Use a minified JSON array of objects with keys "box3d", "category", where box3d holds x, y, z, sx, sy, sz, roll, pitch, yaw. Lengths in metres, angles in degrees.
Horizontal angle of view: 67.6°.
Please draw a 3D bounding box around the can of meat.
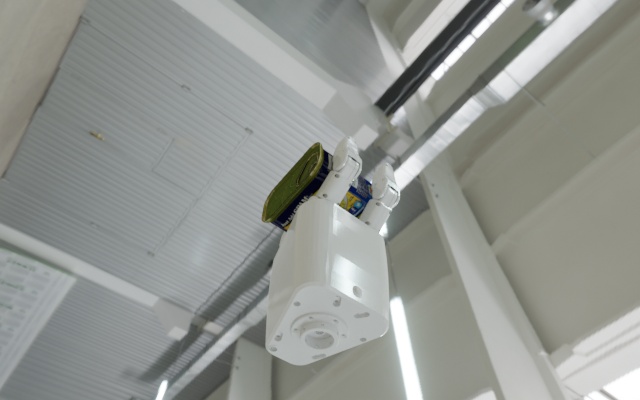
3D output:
[{"box3d":[0.000,0.002,0.518,0.084,0.102,0.057,33,28,-21],"category":"can of meat"}]
